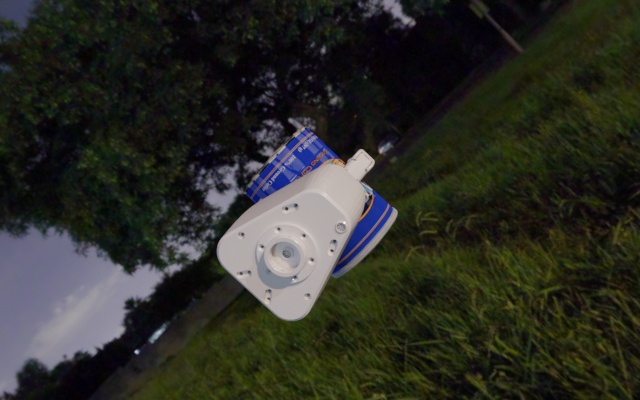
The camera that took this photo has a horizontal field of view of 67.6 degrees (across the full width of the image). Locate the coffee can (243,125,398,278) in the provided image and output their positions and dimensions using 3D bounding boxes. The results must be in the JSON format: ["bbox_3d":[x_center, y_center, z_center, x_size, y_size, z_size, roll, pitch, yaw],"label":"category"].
[{"bbox_3d":[0.000,0.002,0.533,0.140,0.103,0.103,43,-2,-2],"label":"coffee can"}]
